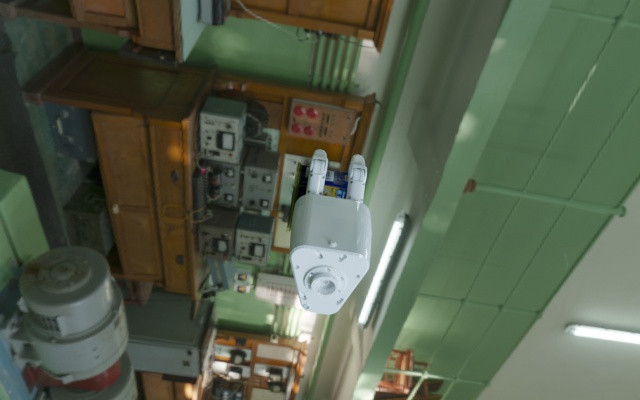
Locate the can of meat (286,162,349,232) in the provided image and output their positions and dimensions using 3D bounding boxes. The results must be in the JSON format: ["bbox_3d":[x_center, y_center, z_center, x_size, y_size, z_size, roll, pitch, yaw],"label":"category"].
[{"bbox_3d":[0.000,0.002,0.687,0.084,0.102,0.057,10,30,-2],"label":"can of meat"}]
